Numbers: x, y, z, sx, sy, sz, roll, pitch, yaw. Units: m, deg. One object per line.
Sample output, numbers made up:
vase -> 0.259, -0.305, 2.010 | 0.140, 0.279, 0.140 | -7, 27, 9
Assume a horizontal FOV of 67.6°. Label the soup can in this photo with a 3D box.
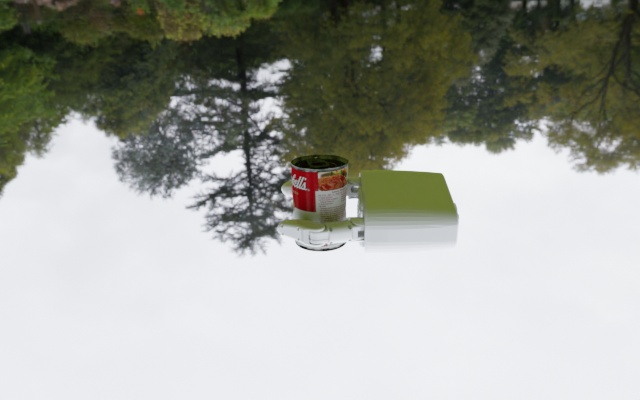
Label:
soup can -> 0.000, 0.002, 0.575 | 0.068, 0.102, 0.068 | -1, 20, 0
